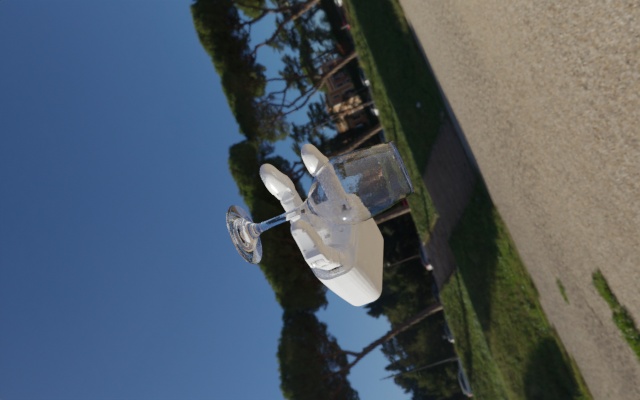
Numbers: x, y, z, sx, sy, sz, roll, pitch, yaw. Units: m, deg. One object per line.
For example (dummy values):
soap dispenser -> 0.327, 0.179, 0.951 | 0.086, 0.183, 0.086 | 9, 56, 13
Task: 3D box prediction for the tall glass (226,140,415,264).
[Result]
tall glass -> -0.001, 0.002, 0.534 | 0.201, 0.079, 0.079 | -23, -6, 14
